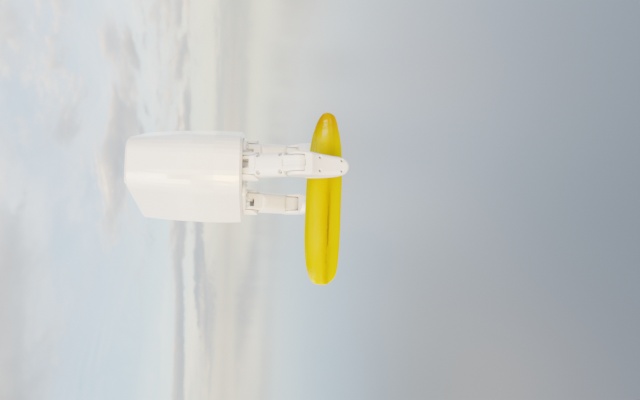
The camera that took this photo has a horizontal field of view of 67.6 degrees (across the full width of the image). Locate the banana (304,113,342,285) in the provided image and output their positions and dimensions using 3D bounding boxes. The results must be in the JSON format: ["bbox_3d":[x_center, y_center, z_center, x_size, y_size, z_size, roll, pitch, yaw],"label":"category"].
[{"bbox_3d":[0.002,0.011,0.499,0.037,0.198,0.069,0,19,-5],"label":"banana"}]
